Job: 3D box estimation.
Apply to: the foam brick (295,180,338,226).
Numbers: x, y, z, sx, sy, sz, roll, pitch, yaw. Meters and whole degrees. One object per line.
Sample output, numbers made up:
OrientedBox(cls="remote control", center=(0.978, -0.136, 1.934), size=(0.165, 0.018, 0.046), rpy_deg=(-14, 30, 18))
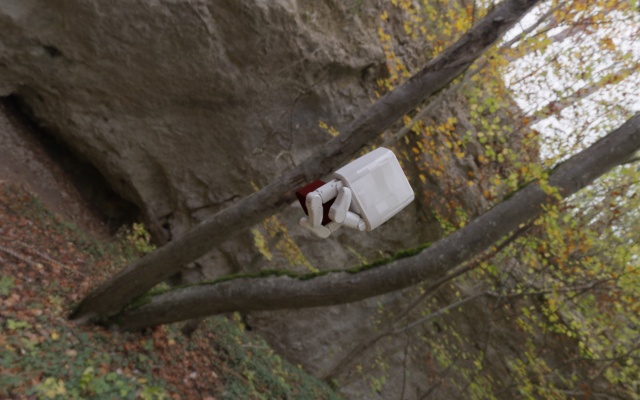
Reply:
OrientedBox(cls="foam brick", center=(0.000, 0.003, 0.863), size=(0.051, 0.053, 0.078), rpy_deg=(-32, 27, -17))
